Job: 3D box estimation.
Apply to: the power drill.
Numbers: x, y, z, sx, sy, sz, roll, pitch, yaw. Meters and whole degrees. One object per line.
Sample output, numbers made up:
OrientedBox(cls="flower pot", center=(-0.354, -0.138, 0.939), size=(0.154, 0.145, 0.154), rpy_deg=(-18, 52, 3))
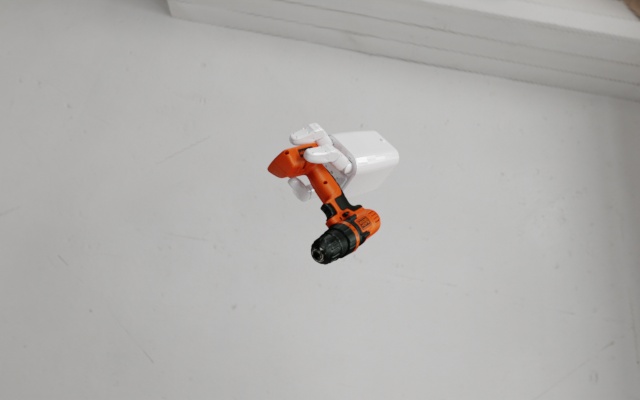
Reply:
OrientedBox(cls="power drill", center=(0.000, 0.002, 0.751), size=(0.057, 0.187, 0.184), rpy_deg=(-41, -9, 31))
